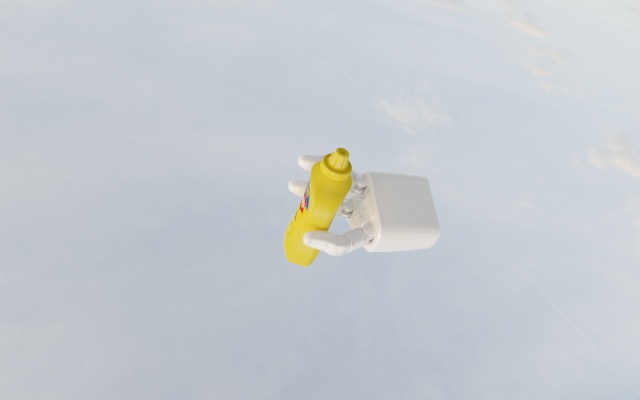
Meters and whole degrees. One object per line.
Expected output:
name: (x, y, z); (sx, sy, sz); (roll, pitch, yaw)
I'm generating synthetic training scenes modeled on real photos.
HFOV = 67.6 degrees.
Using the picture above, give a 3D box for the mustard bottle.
mustard bottle: (0.000, 0.002, 0.665); (0.058, 0.096, 0.192); (19, -46, -6)
